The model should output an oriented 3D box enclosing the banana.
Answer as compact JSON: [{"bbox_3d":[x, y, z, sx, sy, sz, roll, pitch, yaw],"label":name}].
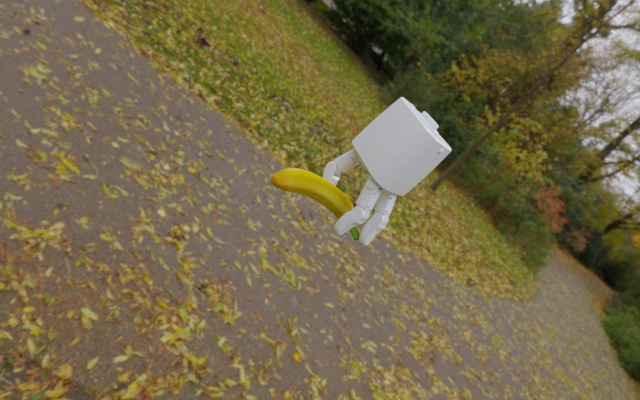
[{"bbox_3d":[-0.001,-0.008,0.736,0.037,0.069,0.198,-41,-51,21],"label":"banana"}]
